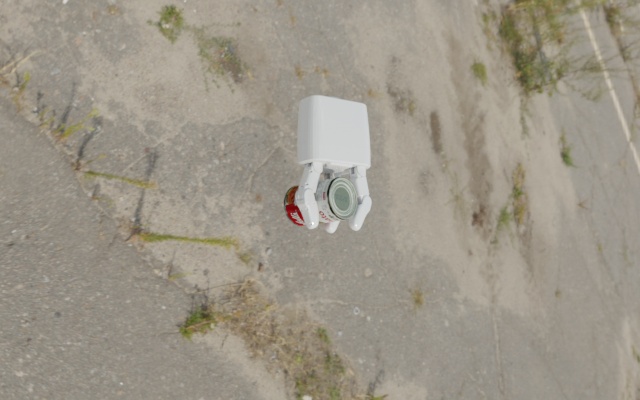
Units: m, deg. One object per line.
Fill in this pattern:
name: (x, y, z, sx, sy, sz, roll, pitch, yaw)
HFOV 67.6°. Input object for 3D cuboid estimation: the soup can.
soup can: (0.000, 0.003, 0.756, 0.068, 0.068, 0.102, 0, -7, -45)
